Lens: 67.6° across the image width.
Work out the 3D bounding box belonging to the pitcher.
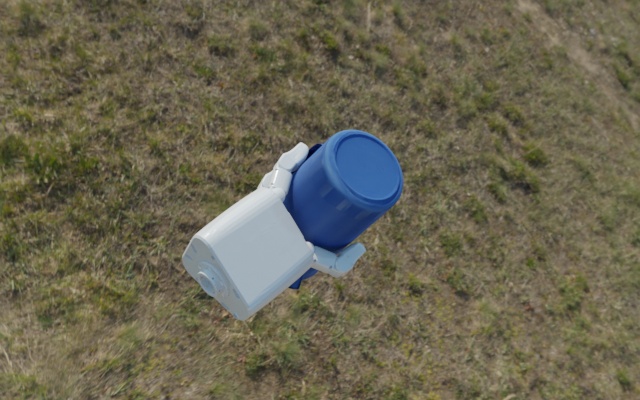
[{"bbox_3d":[0.000,0.002,0.644,0.145,0.149,0.243,-37,-4,-38],"label":"pitcher"}]
